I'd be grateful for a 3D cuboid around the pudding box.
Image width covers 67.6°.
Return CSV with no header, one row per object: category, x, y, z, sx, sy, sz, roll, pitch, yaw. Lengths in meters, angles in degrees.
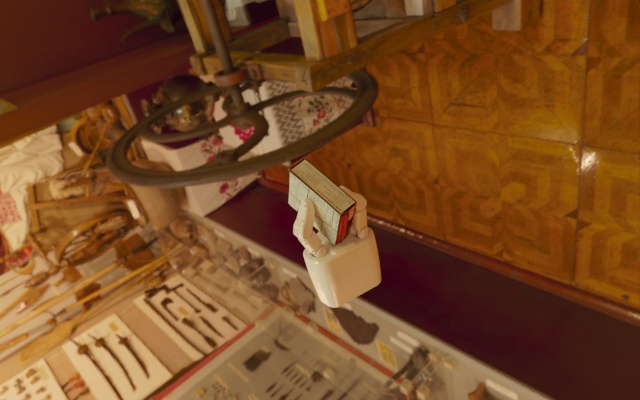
pudding box,0.000,0.003,0.725,0.039,0.113,0.090,-39,-23,-27
